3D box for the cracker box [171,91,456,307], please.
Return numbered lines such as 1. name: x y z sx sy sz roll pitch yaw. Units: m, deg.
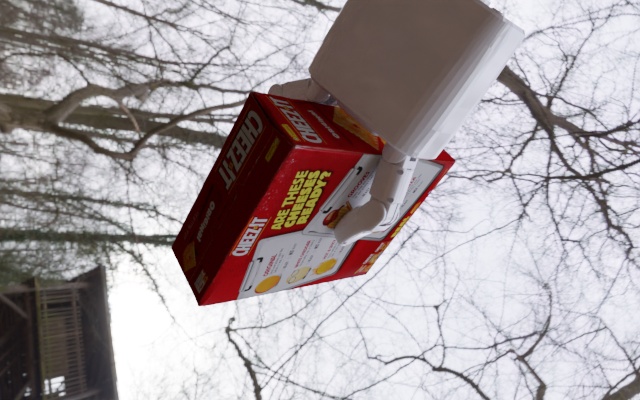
1. cracker box: 0.000 0.002 0.424 0.214 0.164 0.072 0 43 -46
